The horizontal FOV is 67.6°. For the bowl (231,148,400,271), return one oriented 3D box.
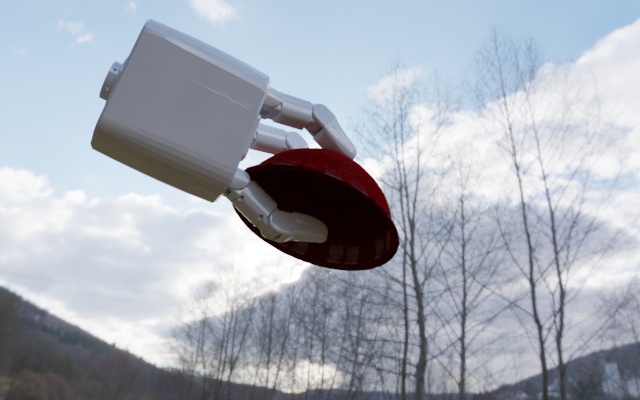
[{"bbox_3d":[0.001,0.002,0.448,0.162,0.055,0.162,16,-33,11],"label":"bowl"}]
